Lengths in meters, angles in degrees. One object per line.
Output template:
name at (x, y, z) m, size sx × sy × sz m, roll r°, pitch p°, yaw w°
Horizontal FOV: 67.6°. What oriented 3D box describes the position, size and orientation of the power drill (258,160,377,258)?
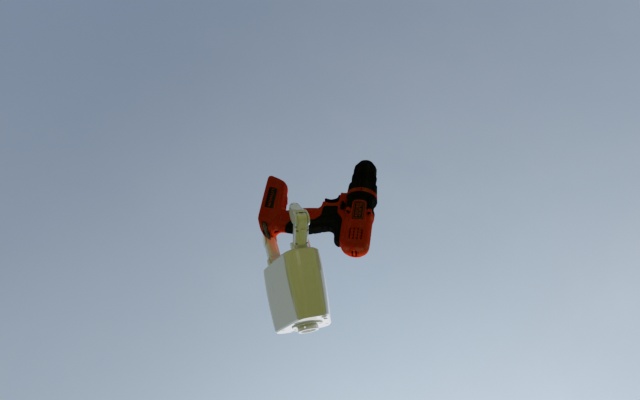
power drill at (0.000, 0.003, 0.796) m, size 0.187 × 0.184 × 0.057 m, roll 3°, pitch -37°, yaw 11°
